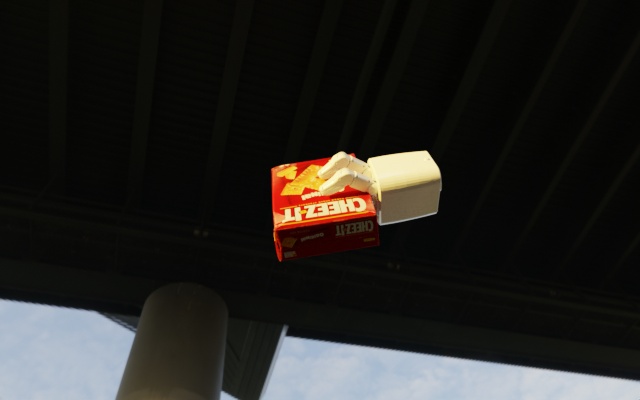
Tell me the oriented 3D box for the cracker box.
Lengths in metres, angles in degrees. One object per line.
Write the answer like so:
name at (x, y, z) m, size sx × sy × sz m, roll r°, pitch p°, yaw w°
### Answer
cracker box at (0.000, 0.003, 0.831) m, size 0.164 × 0.072 × 0.213 m, roll -10°, pitch 31°, yaw -1°
